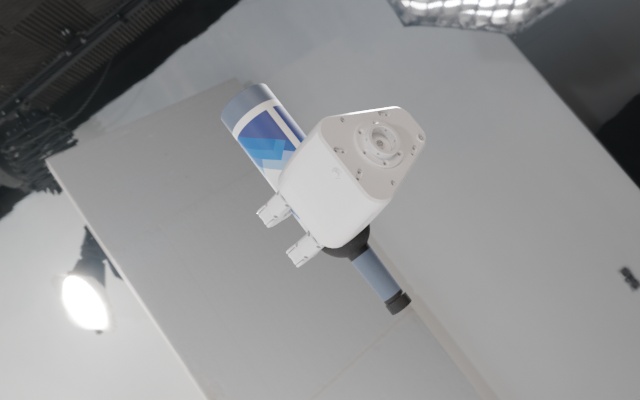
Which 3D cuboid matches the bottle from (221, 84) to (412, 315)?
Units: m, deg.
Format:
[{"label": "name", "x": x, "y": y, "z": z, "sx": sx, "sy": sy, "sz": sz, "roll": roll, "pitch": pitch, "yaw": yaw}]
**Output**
[{"label": "bottle", "x": 0.000, "y": 0.002, "z": 0.539, "sx": 0.069, "sy": 0.295, "sz": 0.069, "roll": -37, "pitch": -7, "yaw": -5}]
